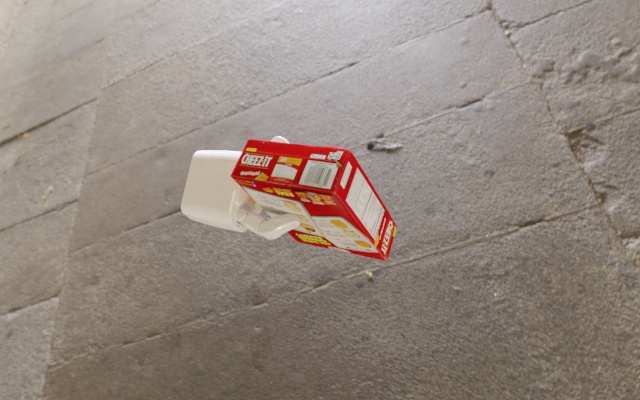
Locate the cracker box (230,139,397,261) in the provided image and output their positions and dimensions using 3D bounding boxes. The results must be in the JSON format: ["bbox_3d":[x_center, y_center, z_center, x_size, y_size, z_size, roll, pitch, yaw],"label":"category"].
[{"bbox_3d":[0.000,0.002,0.683,0.164,0.072,0.214,9,-24,31],"label":"cracker box"}]
